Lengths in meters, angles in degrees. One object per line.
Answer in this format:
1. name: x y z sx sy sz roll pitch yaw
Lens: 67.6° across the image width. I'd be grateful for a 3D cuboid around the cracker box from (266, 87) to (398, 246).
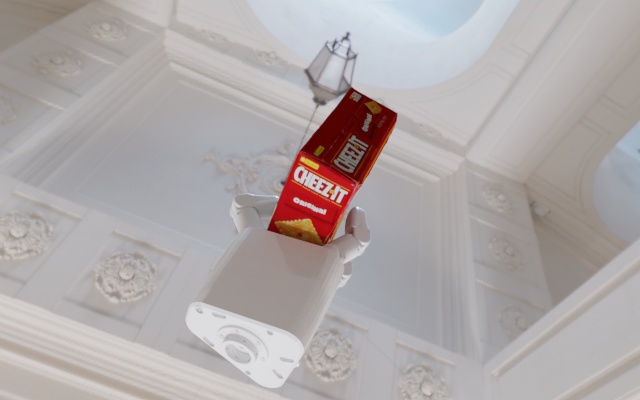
1. cracker box: 0.000 0.002 0.549 0.072 0.214 0.164 29 40 2
